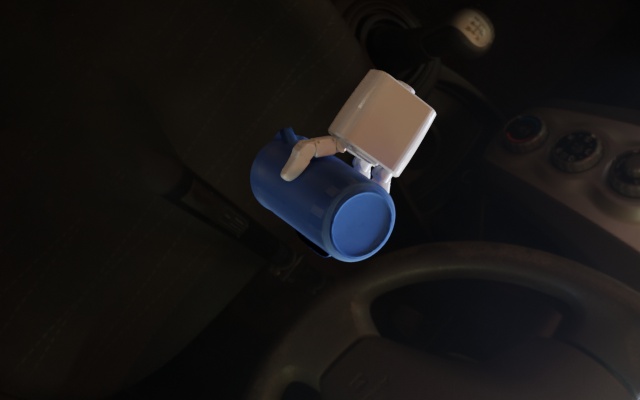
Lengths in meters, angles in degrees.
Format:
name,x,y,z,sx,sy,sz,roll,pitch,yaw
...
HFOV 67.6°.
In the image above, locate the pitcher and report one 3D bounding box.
name,x,y,z,sx,sy,sz,roll,pitch,yaw
pitcher,0.000,0.002,0.695,0.149,0.145,0.242,34,1,-33
